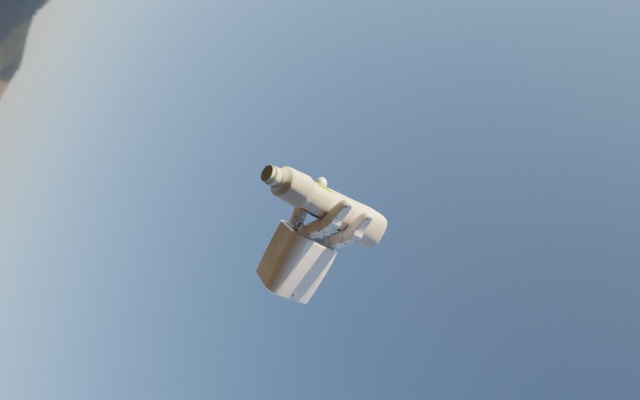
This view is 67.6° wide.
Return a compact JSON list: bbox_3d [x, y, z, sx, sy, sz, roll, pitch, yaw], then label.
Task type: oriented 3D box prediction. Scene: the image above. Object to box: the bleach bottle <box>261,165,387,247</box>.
[{"bbox_3d":[0.000,0.003,0.798,0.251,0.068,0.102,29,0,-39],"label":"bleach bottle"}]
